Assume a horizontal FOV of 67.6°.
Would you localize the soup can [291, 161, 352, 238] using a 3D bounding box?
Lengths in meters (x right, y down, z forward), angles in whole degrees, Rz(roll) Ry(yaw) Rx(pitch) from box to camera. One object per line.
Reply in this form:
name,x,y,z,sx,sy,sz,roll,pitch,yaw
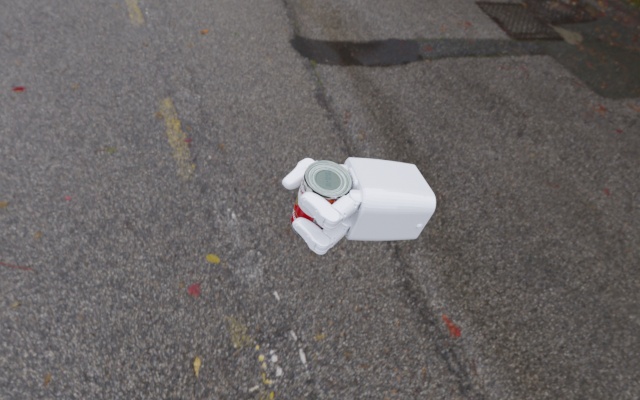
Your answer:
soup can,0.000,0.002,0.669,0.068,0.068,0.102,0,-39,-16
